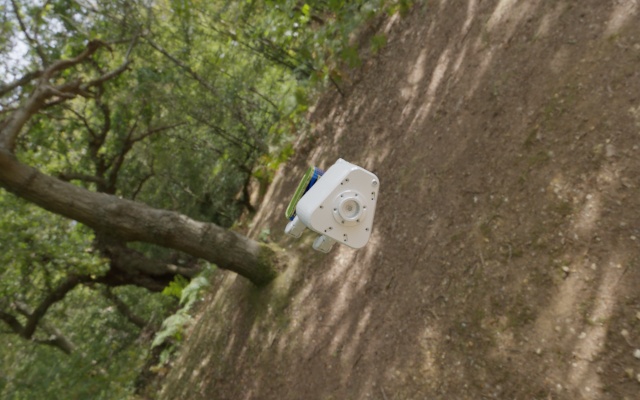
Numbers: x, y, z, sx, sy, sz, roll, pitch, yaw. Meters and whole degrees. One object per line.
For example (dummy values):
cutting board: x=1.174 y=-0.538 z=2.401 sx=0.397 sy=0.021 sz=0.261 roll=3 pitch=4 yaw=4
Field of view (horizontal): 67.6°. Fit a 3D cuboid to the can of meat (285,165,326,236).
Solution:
can of meat: x=0.000 y=0.002 z=0.794 sx=0.084 sy=0.102 sz=0.057 roll=26 pitch=6 yaw=-12
